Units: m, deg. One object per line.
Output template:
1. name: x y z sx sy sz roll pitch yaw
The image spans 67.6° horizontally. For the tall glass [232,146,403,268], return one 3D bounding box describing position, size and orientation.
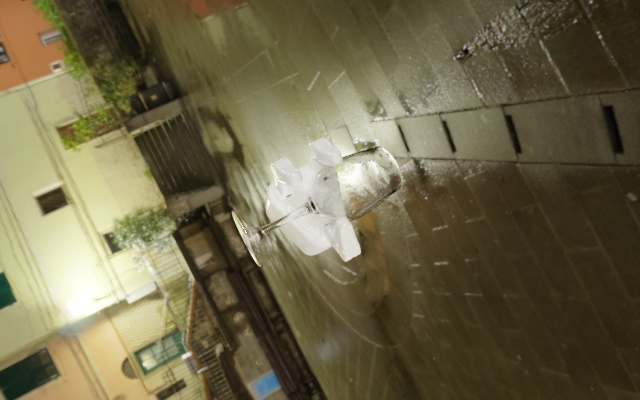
1. tall glass: 0.000 0.002 0.578 0.201 0.079 0.079 -27 7 -15
